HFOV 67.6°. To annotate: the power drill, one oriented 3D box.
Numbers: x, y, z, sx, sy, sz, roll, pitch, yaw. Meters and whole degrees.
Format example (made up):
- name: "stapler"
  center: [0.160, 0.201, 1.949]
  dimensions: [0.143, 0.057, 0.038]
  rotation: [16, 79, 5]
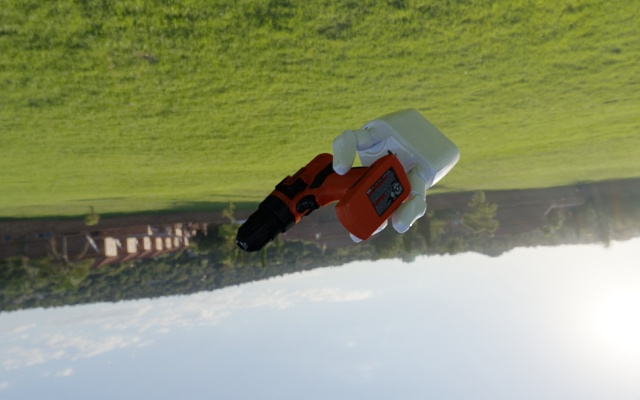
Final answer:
- name: "power drill"
  center: [0.001, 0.002, 0.579]
  dimensions: [0.184, 0.057, 0.187]
  rotation: [-45, 28, -27]
